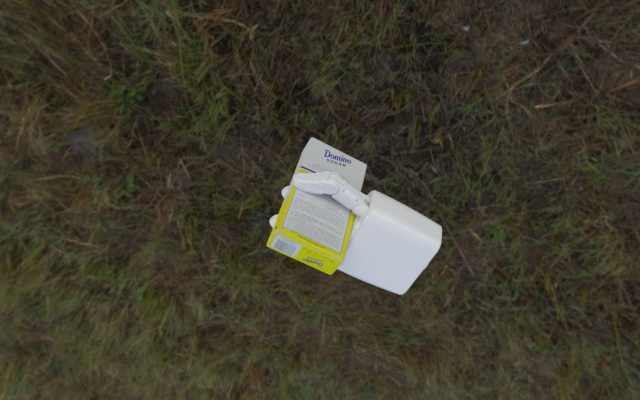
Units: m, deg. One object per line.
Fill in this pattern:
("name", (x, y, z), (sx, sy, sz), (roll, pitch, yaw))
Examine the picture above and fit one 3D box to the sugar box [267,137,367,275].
("sugar box", (0.000, 0.003, 0.635), (0.093, 0.176, 0.048), (26, -45, -9))
